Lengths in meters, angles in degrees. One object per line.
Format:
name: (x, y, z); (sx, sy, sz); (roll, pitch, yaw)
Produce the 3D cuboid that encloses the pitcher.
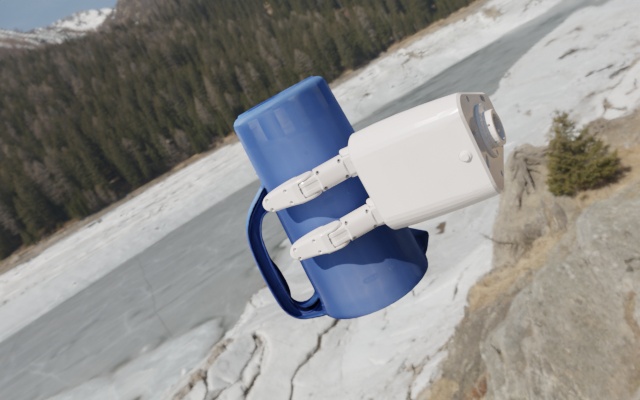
pitcher: (0.000, 0.002, 0.519); (0.145, 0.243, 0.149); (-20, 15, 35)
